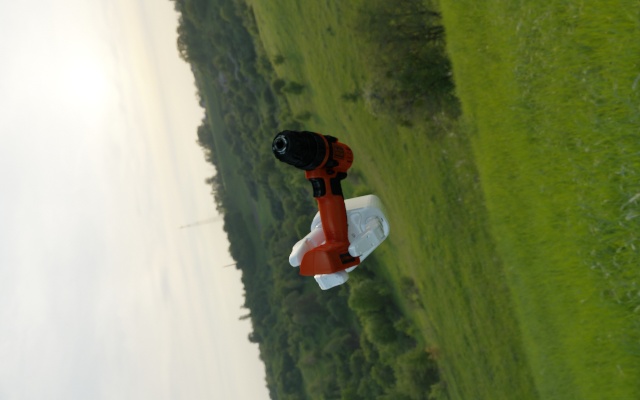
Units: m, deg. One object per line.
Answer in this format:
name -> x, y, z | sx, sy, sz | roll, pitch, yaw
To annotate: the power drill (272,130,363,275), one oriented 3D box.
power drill -> 0.000, 0.003, 0.639 | 0.057, 0.187, 0.184 | -6, -3, 28
